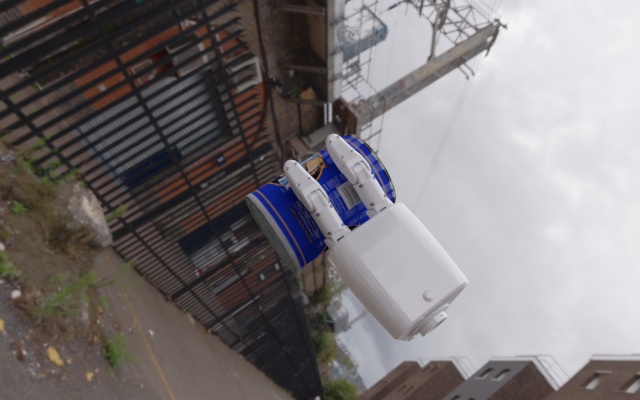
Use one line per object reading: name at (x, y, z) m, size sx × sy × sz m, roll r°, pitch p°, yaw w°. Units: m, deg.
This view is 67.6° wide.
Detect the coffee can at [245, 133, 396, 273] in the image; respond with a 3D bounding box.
coffee can at (0.000, 0.002, 0.550) m, size 0.140 × 0.103 × 0.103 m, roll -33°, pitch 9°, yaw -13°
